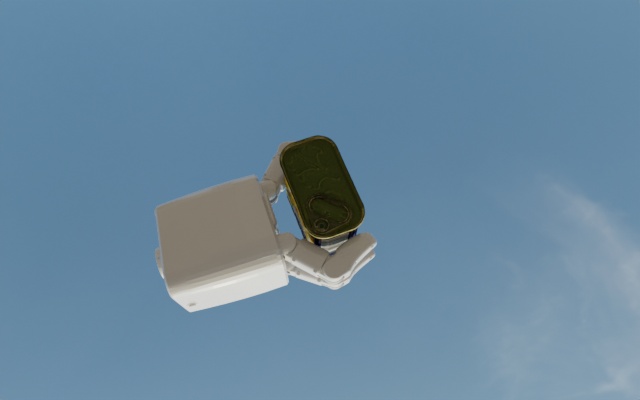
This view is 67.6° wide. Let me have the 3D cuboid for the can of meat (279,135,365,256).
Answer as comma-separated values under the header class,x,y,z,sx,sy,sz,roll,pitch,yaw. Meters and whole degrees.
class,x,y,z,sx,sy,sz,roll,pitch,yaw
can of meat,0.000,0.002,0.475,0.057,0.102,0.084,-19,-22,-9
